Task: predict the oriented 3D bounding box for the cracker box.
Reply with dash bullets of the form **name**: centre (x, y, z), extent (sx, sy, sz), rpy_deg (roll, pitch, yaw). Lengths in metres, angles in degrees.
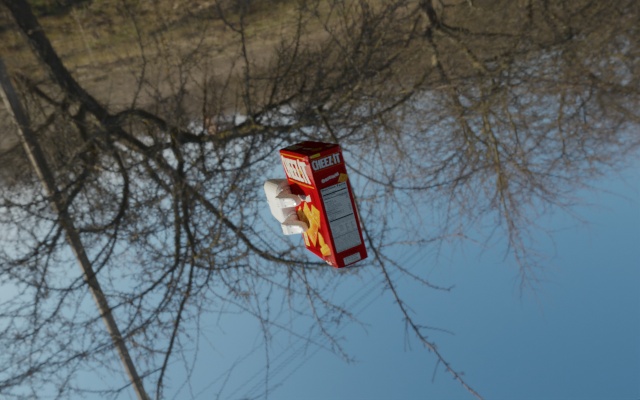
- **cracker box**: centre (0.000, 0.003, 0.888), extent (0.072, 0.214, 0.164), rpy_deg (-21, 16, -18)
